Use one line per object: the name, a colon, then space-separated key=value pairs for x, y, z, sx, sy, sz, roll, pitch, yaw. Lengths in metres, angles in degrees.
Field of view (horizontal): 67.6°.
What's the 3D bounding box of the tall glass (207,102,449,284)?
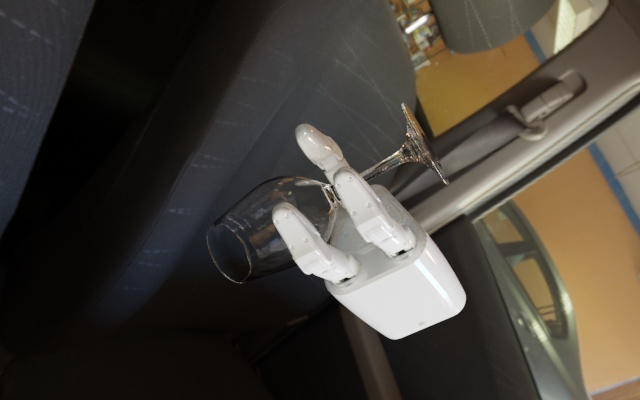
tall glass: x=0.001 y=0.001 z=0.404 sx=0.201 sy=0.079 sz=0.079 roll=-29 pitch=-10 yaw=18
